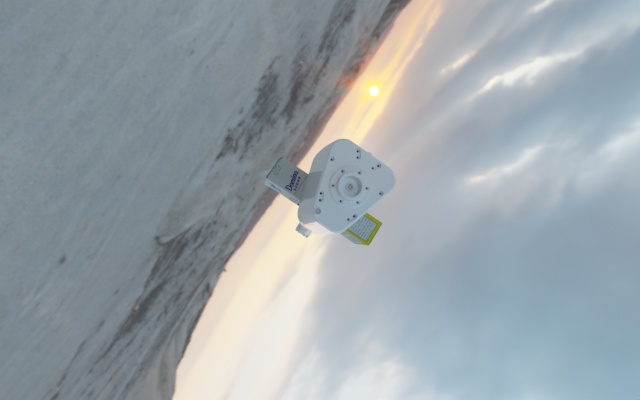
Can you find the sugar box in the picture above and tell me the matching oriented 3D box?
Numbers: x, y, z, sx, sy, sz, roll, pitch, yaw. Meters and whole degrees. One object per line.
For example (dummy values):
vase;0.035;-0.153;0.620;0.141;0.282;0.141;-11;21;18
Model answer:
sugar box;0.001;0.002;0.717;0.176;0.048;0.093;36;-8;-6
